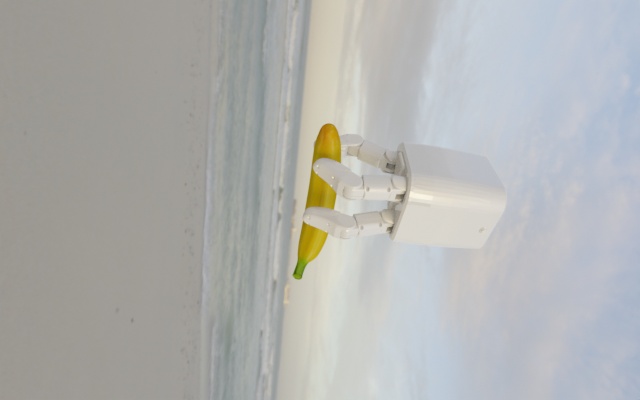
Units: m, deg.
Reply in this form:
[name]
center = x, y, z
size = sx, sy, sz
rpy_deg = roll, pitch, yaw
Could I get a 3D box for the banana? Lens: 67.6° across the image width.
[banana]
center = 0.001, -0.002, 0.573
size = 0.037, 0.198, 0.069
rpy_deg = 10, 23, 0
